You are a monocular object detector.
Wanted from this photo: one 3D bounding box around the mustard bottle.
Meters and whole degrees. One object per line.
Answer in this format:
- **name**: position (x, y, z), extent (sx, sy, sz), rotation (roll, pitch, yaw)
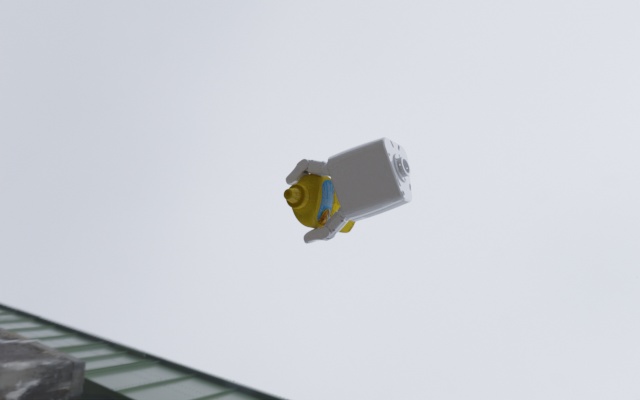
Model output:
- **mustard bottle**: position (0.000, 0.003, 0.843), extent (0.058, 0.096, 0.191), rotation (9, -3, 34)
